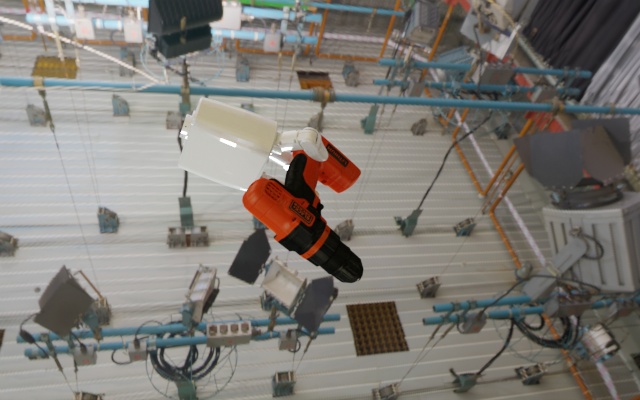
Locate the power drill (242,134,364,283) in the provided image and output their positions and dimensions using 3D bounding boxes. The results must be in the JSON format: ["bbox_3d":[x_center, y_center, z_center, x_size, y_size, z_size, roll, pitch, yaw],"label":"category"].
[{"bbox_3d":[0.000,0.002,0.650,0.057,0.184,0.187,-39,17,35],"label":"power drill"}]
